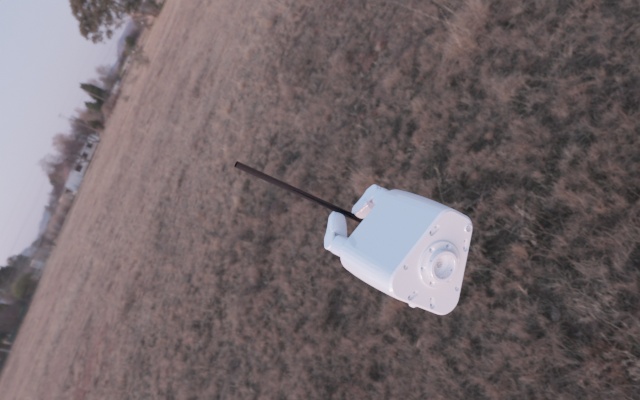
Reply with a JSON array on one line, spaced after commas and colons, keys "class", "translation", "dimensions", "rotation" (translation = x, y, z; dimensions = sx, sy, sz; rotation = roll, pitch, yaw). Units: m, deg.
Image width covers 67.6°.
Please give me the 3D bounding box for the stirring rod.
[{"class": "stirring rod", "translation": [0.000, 0.002, 0.611], "dimensions": [0.239, 0.011, 0.011], "rotation": [24, -11, -25]}]
